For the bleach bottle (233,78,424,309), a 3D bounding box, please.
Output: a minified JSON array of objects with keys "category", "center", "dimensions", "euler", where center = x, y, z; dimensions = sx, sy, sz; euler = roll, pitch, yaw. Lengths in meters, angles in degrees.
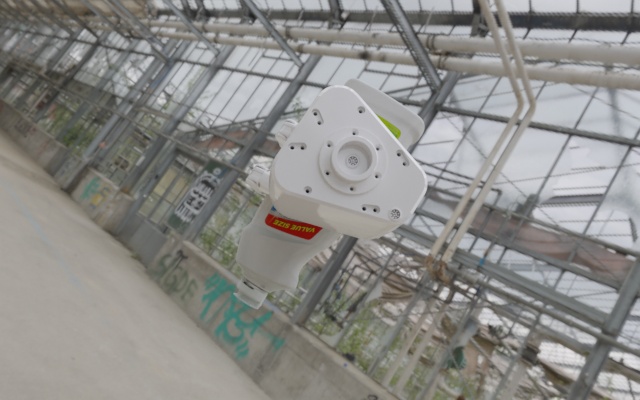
[{"category":"bleach bottle","center":[0.000,0.002,0.494],"dimensions":[0.102,0.251,0.068],"euler":[33,-9,2]}]
